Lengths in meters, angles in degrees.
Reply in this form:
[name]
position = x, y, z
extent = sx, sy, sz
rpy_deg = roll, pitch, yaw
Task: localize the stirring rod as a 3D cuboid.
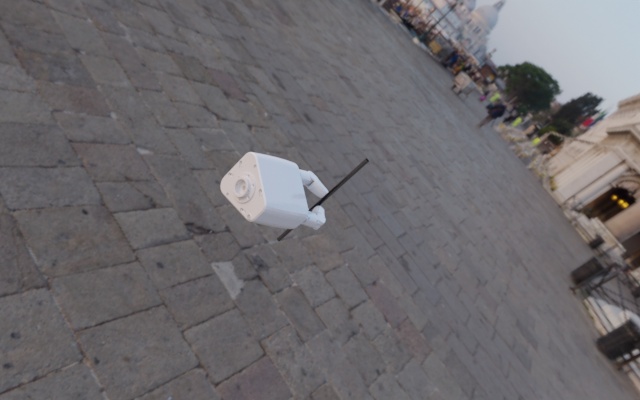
[stirring rod]
position = 0.000, 0.003, 0.884
extent = 0.239, 0.011, 0.011
rpy_deg = -42, -19, 23
